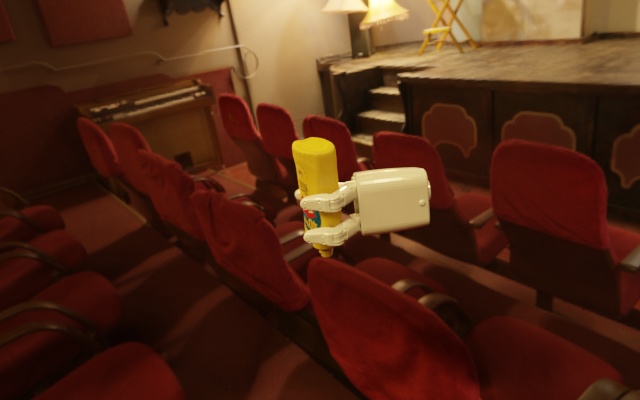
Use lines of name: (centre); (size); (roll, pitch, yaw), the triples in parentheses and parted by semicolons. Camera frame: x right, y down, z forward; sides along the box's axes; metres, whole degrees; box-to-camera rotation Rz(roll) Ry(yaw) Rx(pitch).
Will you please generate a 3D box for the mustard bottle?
mustard bottle: (0.000, 0.002, 0.753); (0.058, 0.192, 0.096); (-16, 24, -20)
